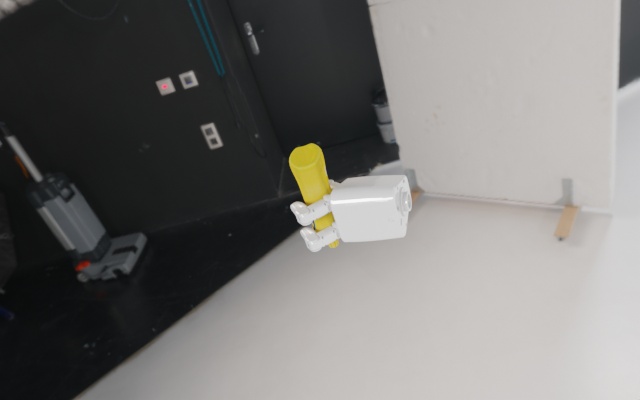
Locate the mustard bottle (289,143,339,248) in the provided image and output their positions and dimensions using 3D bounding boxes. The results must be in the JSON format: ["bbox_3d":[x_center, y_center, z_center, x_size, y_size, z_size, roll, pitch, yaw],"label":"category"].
[{"bbox_3d":[0.000,0.003,0.838,0.058,0.192,0.096,-17,29,2],"label":"mustard bottle"}]
